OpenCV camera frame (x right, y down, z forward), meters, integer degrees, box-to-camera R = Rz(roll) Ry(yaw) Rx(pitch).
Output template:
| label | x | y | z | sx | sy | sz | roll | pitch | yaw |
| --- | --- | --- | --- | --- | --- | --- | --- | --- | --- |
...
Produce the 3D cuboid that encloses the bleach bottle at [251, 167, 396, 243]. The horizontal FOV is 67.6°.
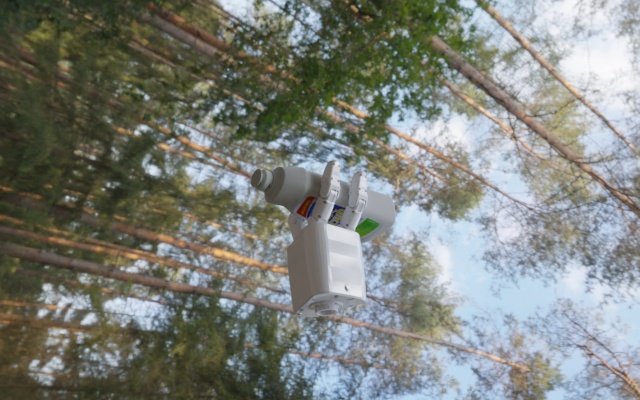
| label | x | y | z | sx | sy | sz | roll | pitch | yaw |
| --- | --- | --- | --- | --- | --- | --- | --- | --- | --- |
| bleach bottle | 0.000 | 0.002 | 0.758 | 0.251 | 0.068 | 0.102 | 17 | -37 | -35 |
